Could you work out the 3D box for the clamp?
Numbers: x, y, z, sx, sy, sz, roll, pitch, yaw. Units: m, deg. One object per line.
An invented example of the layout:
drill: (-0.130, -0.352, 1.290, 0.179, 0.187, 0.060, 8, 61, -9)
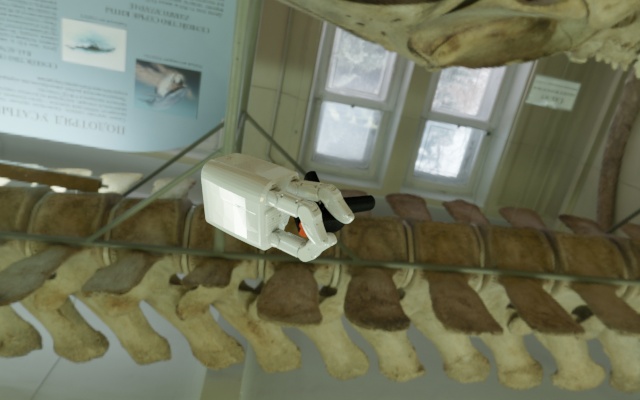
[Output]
clamp: (0.000, 0.003, 0.703, 0.120, 0.039, 0.171, 22, 23, 21)
